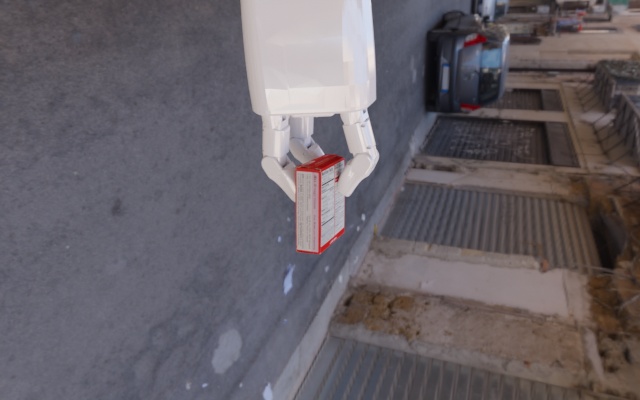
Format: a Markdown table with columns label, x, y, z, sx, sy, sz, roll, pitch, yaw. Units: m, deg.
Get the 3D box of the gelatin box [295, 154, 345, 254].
| label | x | y | z | sx | sy | sz | roll | pitch | yaw |
| --- | --- | --- | --- | --- | --- | --- | --- | --- | --- |
| gelatin box | 0.001 | 0.002 | 0.493 | 0.030 | 0.089 | 0.073 | 5 | 16 | 21 |
